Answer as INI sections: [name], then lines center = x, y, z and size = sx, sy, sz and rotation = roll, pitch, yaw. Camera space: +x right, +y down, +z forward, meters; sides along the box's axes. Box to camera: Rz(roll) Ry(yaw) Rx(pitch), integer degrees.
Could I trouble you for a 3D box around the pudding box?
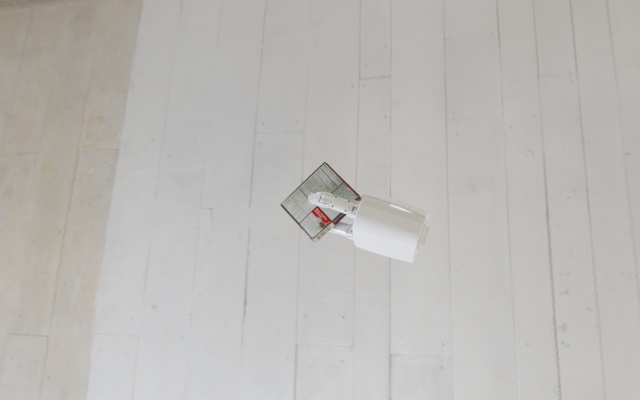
[pudding box]
center = 0.000, 0.003, 0.833
size = 0.113, 0.090, 0.039
rotation = -43, -16, -1
